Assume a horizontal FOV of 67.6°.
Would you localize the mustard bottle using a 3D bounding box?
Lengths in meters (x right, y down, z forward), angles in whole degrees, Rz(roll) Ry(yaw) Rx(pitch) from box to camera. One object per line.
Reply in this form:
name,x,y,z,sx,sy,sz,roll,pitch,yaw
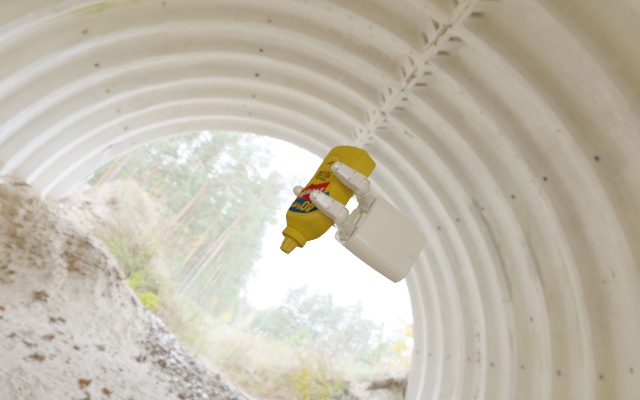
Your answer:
mustard bottle,0.000,0.002,0.731,0.096,0.191,0.058,10,-32,52
